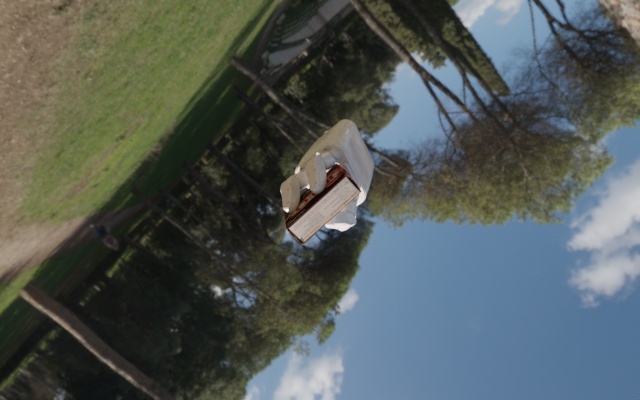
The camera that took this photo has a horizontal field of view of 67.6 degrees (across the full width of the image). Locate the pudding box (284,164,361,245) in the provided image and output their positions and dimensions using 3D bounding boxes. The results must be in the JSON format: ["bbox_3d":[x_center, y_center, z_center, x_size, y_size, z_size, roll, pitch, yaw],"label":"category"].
[{"bbox_3d":[0.000,0.002,0.682,0.039,0.113,0.090,44,5,-13],"label":"pudding box"}]
